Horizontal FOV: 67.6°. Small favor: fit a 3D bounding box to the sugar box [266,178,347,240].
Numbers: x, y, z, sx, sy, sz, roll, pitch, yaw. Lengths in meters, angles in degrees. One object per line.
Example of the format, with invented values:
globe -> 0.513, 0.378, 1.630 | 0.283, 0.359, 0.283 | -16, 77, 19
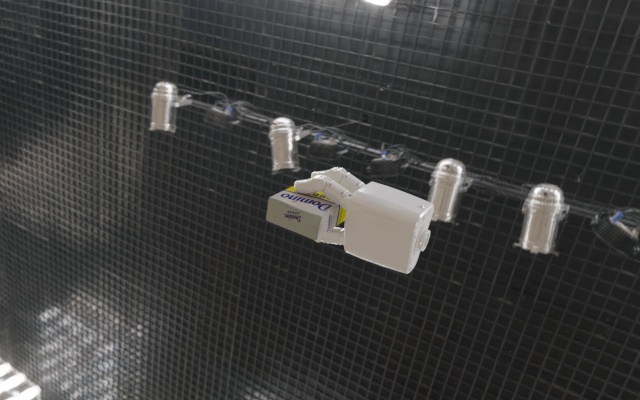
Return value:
sugar box -> 0.000, 0.002, 0.772 | 0.093, 0.048, 0.176 | 20, 23, 23
